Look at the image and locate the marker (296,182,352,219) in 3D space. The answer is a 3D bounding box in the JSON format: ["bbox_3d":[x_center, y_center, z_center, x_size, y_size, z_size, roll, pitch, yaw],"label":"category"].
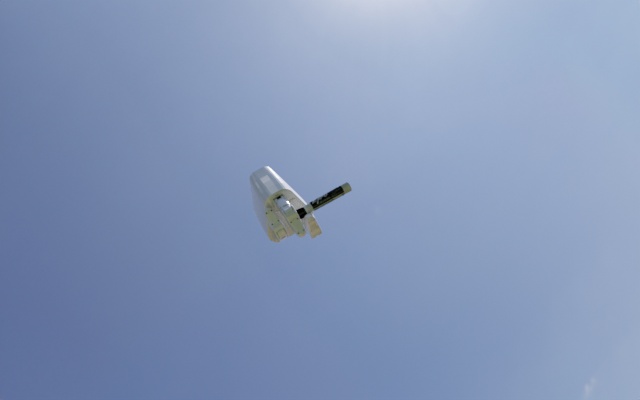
[{"bbox_3d":[0.000,0.003,0.854,0.121,0.020,0.020,-29,5,-10],"label":"marker"}]
